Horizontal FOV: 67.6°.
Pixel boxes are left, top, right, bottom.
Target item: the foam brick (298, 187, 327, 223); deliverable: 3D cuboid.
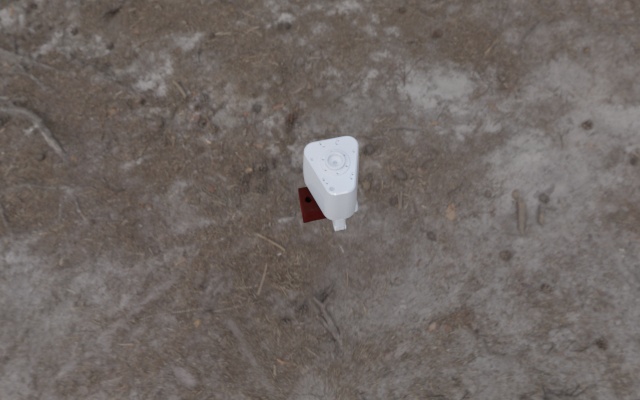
[{"bbox_3d":[0.000,0.003,0.892,0.078,0.053,0.051,-12,-23,-4],"label":"foam brick"}]
